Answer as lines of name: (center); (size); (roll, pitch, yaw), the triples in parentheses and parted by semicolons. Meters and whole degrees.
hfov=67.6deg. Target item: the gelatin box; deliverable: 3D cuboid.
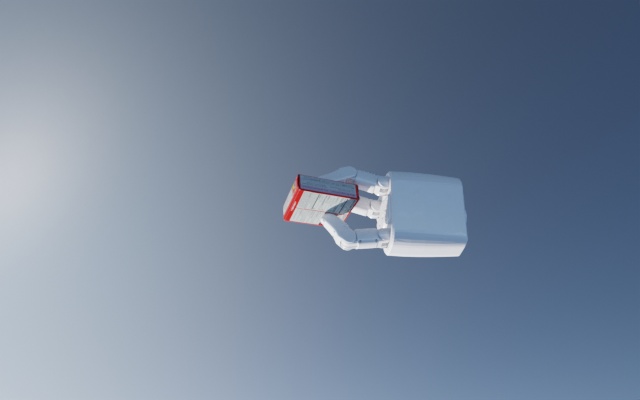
gelatin box: (0.000, 0.002, 0.663); (0.089, 0.030, 0.073); (8, -39, -18)
